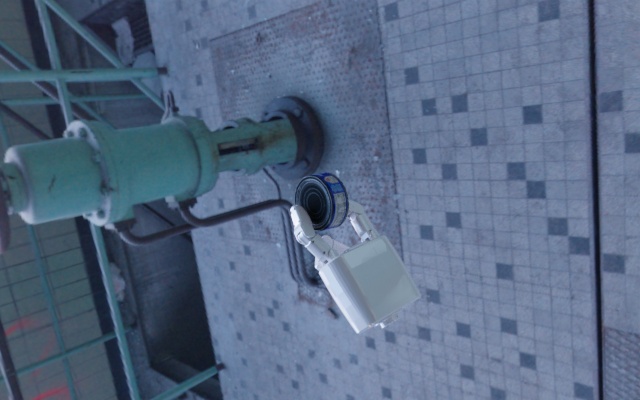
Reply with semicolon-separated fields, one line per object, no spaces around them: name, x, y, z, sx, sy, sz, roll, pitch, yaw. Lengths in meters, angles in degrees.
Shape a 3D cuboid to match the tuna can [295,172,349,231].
tuna can;0.000;0.002;0.708;0.034;0.086;0.086;-11;7;-42
